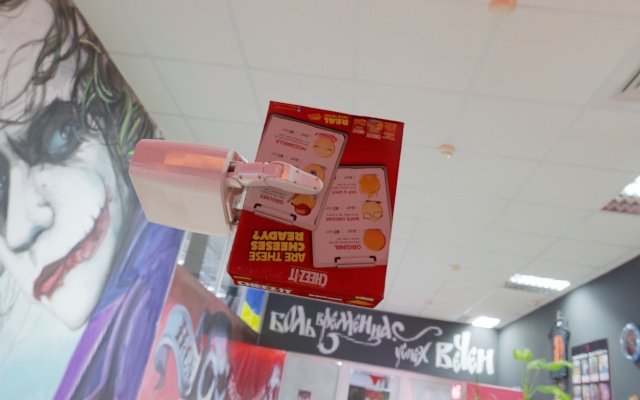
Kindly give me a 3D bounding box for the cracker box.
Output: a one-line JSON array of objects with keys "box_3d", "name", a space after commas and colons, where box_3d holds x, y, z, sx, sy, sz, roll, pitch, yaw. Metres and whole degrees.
[{"box_3d": [0.000, 0.002, 0.548, 0.164, 0.213, 0.072, 10, -23, 2], "name": "cracker box"}]
